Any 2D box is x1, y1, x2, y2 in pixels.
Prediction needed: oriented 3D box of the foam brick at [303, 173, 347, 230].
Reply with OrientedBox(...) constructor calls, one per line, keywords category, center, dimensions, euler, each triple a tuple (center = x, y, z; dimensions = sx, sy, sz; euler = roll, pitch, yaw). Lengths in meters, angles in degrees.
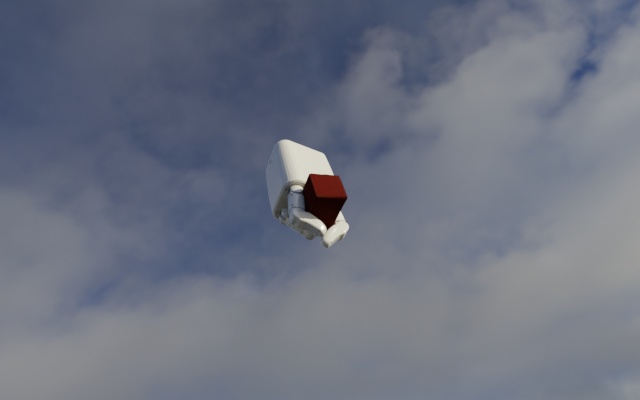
OrientedBox(category="foam brick", center=(0.000, 0.002, 0.748), dimensions=(0.053, 0.051, 0.078), euler=(4, -43, -22))
